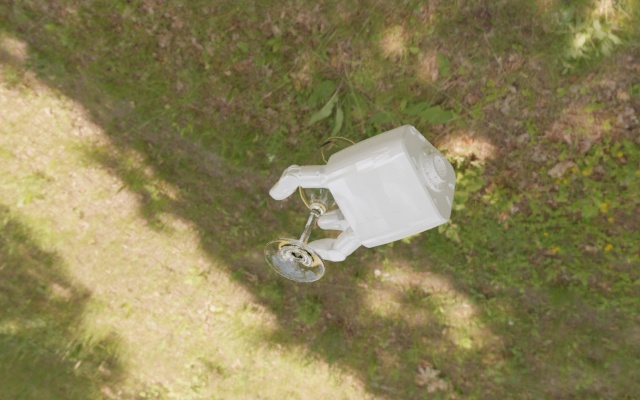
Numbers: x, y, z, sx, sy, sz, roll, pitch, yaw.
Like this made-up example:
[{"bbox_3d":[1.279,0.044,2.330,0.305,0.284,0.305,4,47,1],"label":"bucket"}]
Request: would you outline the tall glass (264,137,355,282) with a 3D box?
[{"bbox_3d":[0.000,0.002,0.609,0.079,0.079,0.201,0,43,24],"label":"tall glass"}]
